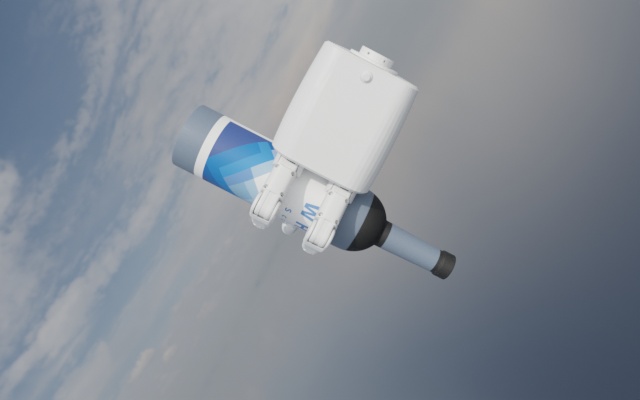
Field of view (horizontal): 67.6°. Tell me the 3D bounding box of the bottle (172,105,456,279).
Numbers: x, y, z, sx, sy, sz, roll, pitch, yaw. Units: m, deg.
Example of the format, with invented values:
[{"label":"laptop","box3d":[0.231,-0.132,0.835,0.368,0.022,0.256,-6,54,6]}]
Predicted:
[{"label":"bottle","box3d":[0.000,0.002,0.481,0.296,0.069,0.069,27,-1,-2]}]
